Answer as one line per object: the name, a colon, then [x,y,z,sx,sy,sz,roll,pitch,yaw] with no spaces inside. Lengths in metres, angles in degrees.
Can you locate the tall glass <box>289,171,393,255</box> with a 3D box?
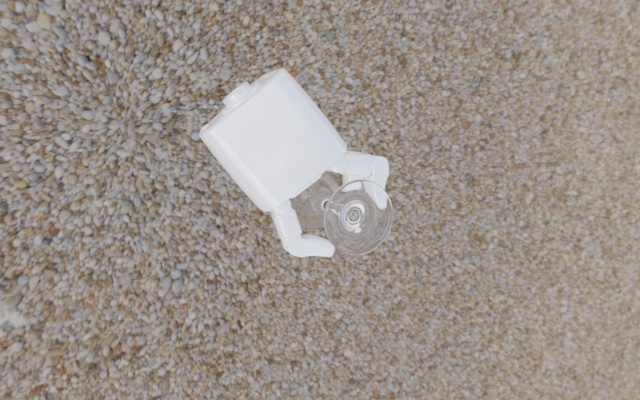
tall glass: [0.000,0.002,0.549,0.079,0.079,0.201,0,8,-22]
